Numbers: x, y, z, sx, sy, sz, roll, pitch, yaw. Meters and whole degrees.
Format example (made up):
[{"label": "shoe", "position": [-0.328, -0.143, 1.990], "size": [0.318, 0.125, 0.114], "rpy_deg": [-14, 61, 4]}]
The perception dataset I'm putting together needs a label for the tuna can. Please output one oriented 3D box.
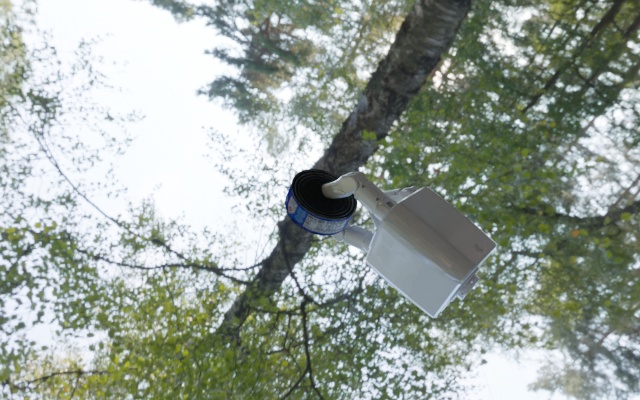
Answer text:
[{"label": "tuna can", "position": [0.000, 0.002, 0.591], "size": [0.086, 0.086, 0.034], "rpy_deg": [0, -43, -28]}]
